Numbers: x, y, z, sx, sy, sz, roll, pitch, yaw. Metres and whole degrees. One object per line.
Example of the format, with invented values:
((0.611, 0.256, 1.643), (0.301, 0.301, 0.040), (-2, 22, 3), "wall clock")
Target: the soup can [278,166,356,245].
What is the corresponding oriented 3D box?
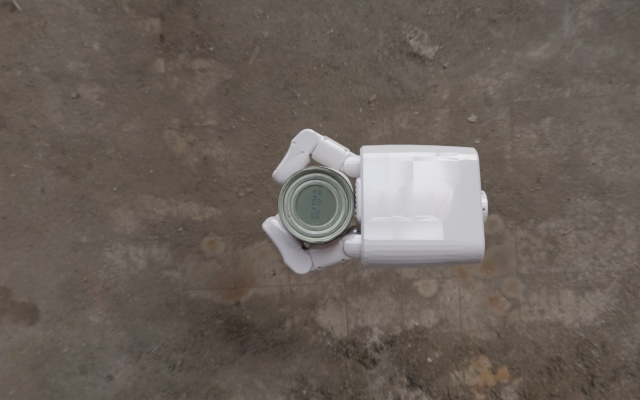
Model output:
((0.000, 0.001, 0.450), (0.068, 0.068, 0.102), (0, 4, 4), "soup can")
